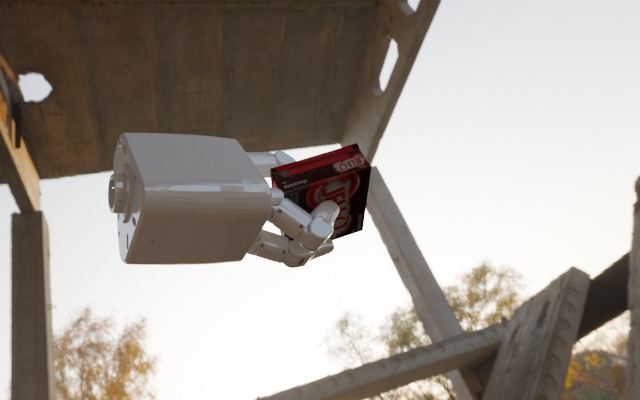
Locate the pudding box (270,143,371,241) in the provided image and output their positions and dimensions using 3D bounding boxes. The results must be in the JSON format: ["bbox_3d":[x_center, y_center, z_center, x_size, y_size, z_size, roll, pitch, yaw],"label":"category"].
[{"bbox_3d":[0.000,0.001,0.480,0.090,0.039,0.114,-17,-32,-12],"label":"pudding box"}]
